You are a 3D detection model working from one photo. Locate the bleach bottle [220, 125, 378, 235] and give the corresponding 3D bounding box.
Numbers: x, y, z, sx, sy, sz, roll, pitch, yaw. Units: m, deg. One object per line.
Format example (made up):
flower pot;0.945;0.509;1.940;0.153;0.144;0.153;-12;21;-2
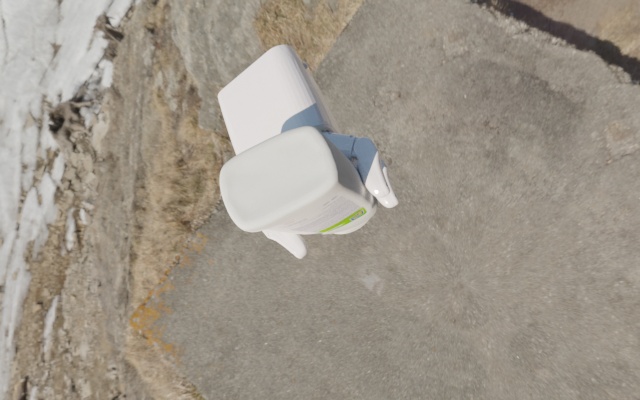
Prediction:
bleach bottle;0.000;0.002;0.494;0.102;0.068;0.251;-25;-16;10
